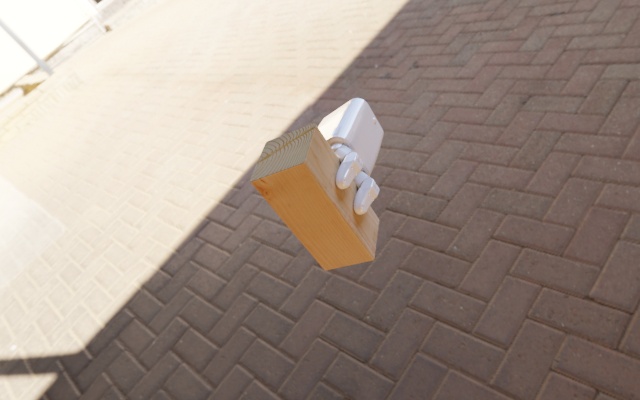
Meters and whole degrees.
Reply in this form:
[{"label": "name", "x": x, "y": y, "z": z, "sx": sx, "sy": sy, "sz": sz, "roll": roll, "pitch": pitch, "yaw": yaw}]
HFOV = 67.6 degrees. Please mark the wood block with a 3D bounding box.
[{"label": "wood block", "x": 0.000, "y": 0.002, "z": 0.708, "sx": 0.091, "sy": 0.090, "sz": 0.206, "roll": -16, "pitch": -51, "yaw": 28}]
